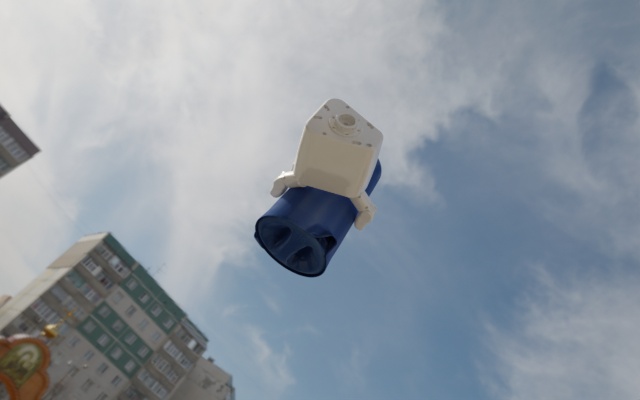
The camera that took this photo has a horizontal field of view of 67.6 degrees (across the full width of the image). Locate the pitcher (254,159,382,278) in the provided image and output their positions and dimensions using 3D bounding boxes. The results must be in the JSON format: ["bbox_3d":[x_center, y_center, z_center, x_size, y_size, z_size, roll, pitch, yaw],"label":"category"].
[{"bbox_3d":[0.000,0.003,0.823,0.149,0.242,0.145,30,-38,11],"label":"pitcher"}]
